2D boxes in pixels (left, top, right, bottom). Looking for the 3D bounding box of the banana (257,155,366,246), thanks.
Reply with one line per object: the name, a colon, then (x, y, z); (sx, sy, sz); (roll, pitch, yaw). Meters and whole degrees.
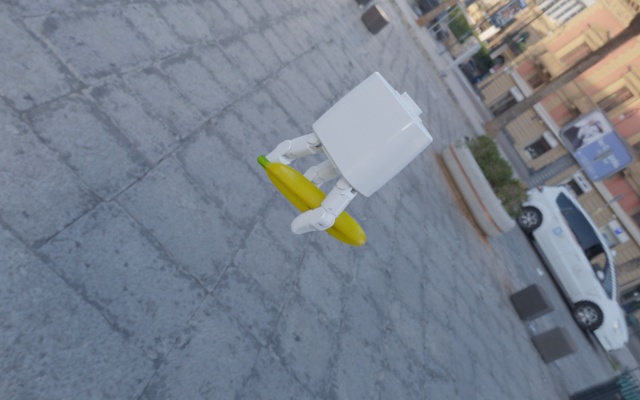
banana: (0.000, 0.007, 0.634); (0.198, 0.037, 0.069); (41, 12, -20)
